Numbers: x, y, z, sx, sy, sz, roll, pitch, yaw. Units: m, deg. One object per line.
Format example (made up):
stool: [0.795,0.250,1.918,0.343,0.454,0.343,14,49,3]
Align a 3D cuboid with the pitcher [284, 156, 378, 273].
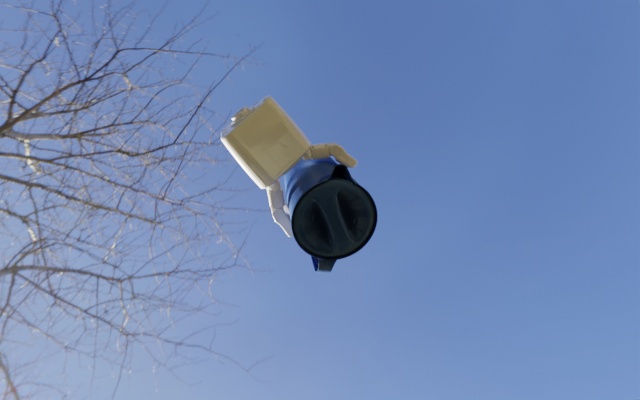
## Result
pitcher: [0.000,0.003,0.828,0.149,0.145,0.242,-39,21,5]
